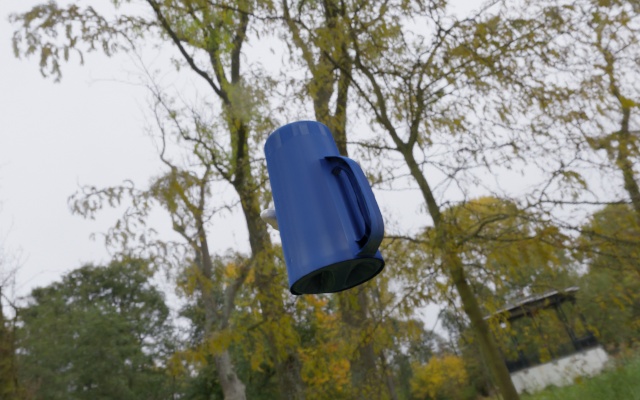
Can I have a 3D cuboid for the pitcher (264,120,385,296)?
[{"bbox_3d":[0.000,0.002,0.684,0.149,0.242,0.145,-19,-26,5],"label":"pitcher"}]
